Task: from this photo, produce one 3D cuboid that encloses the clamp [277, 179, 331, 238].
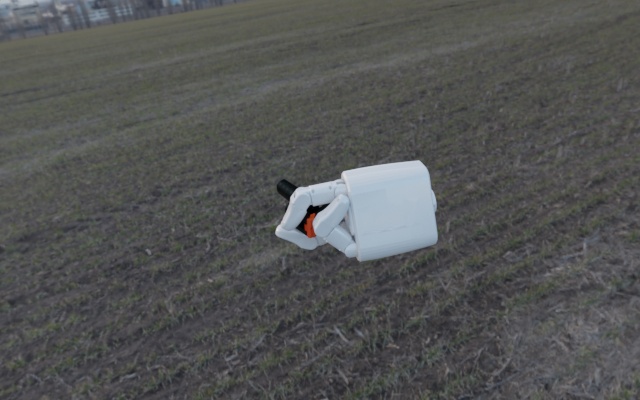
[{"bbox_3d":[0.000,0.002,0.693,0.120,0.039,0.171,-11,26,-4],"label":"clamp"}]
